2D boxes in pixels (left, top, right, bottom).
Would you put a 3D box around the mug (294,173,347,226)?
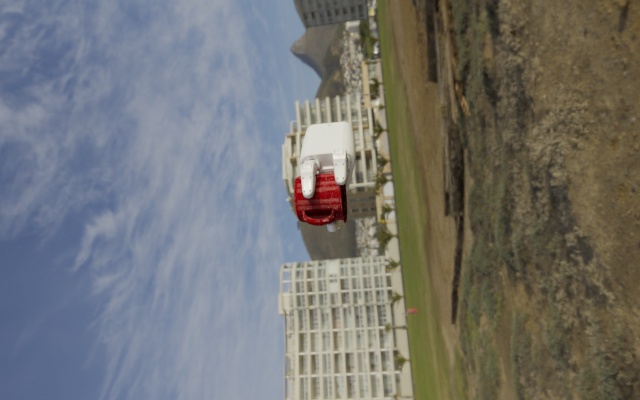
[{"bbox_3d":[0.000,0.004,0.820,0.081,0.093,0.117,-4,39,9],"label":"mug"}]
